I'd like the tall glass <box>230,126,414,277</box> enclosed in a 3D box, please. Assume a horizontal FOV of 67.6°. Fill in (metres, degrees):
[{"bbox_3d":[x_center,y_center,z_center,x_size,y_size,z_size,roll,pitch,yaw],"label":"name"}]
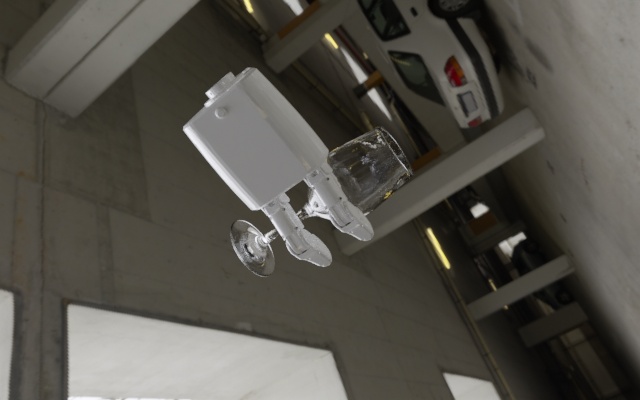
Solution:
[{"bbox_3d":[0.000,0.002,0.518,0.201,0.079,0.079,-34,-12,18],"label":"tall glass"}]
